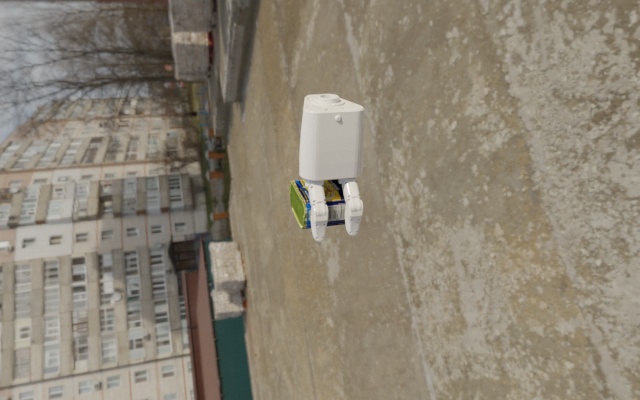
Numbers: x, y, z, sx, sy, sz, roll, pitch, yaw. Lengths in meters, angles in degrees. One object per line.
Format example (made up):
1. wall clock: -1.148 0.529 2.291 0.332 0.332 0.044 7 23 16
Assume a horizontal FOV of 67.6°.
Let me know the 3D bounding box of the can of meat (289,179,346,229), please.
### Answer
1. can of meat: 0.000 0.003 0.780 0.084 0.057 0.102 -6 30 -16
